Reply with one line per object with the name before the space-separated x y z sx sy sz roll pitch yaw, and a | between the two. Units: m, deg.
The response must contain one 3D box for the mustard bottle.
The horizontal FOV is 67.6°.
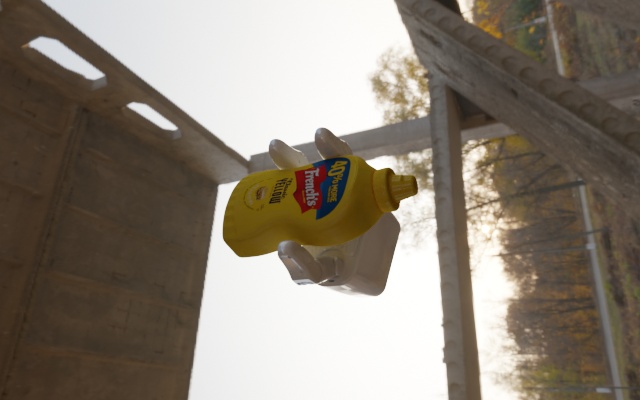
mustard bottle | 0.000 0.001 0.465 0.191 0.096 0.058 -10 -47 26
